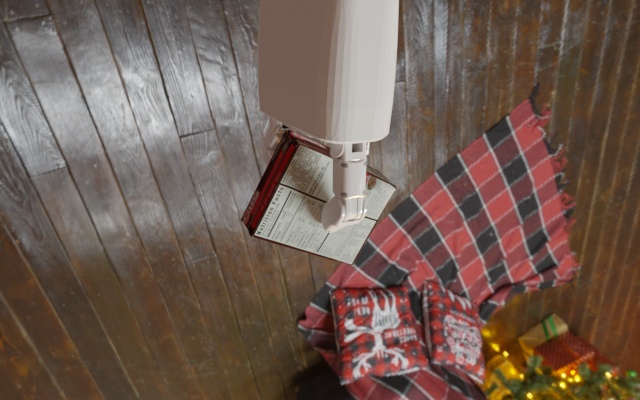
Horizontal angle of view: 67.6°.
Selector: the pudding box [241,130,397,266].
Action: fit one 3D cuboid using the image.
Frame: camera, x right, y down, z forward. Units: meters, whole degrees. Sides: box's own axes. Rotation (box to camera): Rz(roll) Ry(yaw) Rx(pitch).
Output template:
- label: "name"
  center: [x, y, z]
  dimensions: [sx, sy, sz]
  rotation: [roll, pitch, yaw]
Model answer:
- label: "pudding box"
  center: [0.000, 0.001, 0.420]
  dimensions: [0.113, 0.090, 0.039]
  rotation: [21, 15, -30]
